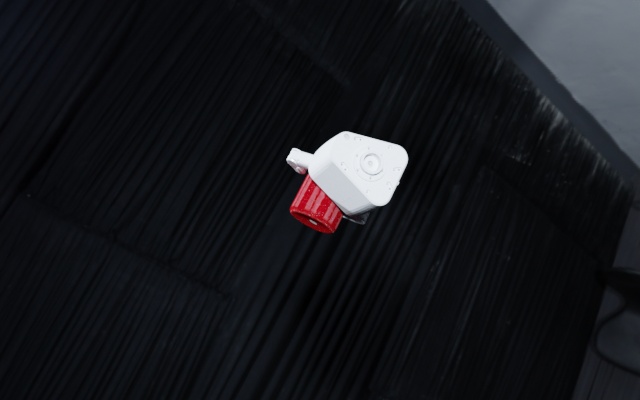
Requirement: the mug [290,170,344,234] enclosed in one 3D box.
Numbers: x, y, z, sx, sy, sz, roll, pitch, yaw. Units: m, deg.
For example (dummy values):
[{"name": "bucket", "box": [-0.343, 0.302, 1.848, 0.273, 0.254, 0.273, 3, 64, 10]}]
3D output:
[{"name": "mug", "box": [0.000, 0.003, 0.783, 0.093, 0.081, 0.117, 29, -15, -8]}]
